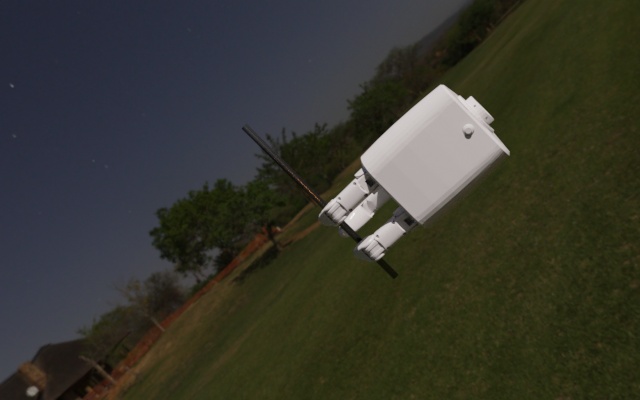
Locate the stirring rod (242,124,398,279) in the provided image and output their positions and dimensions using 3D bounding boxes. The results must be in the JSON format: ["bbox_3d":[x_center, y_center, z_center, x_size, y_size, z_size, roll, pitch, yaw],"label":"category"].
[{"bbox_3d":[0.000,0.002,0.538,0.239,0.011,0.011,45,2,-2],"label":"stirring rod"}]
